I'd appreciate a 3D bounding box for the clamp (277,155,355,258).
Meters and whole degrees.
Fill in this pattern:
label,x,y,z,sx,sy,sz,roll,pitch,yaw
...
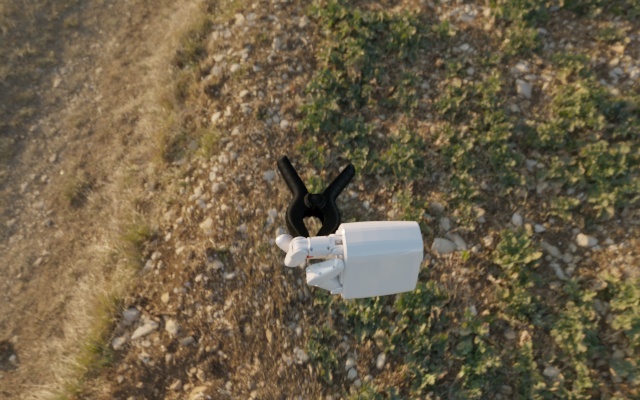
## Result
label,x,y,z,sx,sy,sz,roll,pitch,yaw
clamp,0.000,0.002,0.700,0.120,0.171,0.039,-4,-31,-4
